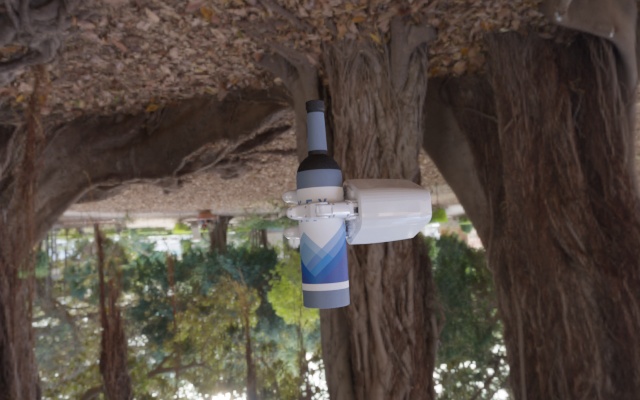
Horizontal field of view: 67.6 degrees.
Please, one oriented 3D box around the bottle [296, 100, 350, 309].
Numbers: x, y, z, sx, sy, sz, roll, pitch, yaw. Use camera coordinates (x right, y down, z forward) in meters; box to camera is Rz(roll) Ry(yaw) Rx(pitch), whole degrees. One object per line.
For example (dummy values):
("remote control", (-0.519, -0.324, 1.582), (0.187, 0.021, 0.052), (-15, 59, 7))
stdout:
("bottle", (0.000, 0.003, 0.690), (0.069, 0.295, 0.069), (-3, -4, 0))
